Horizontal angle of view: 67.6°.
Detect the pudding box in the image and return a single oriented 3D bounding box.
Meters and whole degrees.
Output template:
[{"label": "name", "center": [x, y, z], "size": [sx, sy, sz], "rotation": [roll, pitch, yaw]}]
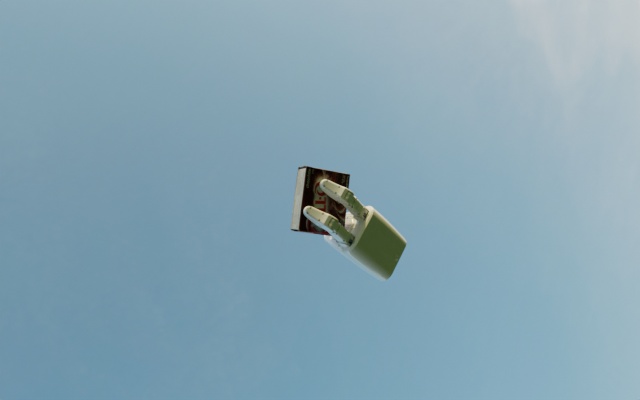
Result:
[{"label": "pudding box", "center": [0.000, 0.003, 0.827], "size": [0.090, 0.113, 0.039], "rotation": [9, -6, -31]}]
